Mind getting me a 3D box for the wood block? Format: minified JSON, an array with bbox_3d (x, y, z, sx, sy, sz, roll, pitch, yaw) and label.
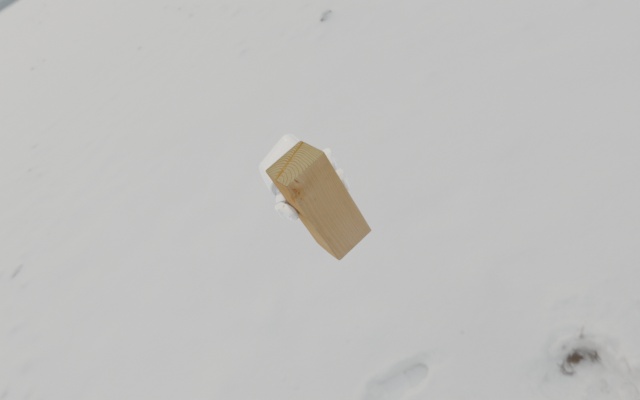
[{"bbox_3d":[0.000,0.003,0.889,0.091,0.206,0.090,-42,37,-11],"label":"wood block"}]
